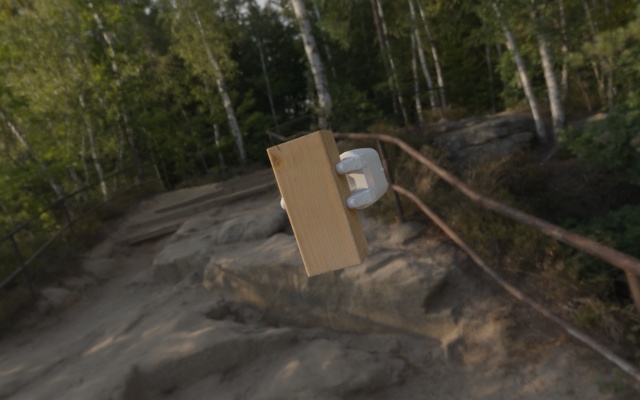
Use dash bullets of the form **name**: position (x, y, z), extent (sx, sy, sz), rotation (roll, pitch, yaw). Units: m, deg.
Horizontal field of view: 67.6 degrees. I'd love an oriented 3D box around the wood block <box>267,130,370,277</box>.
- **wood block**: position (0.000, 0.002, 0.753), extent (0.091, 0.206, 0.090), rotation (-17, 4, 15)
